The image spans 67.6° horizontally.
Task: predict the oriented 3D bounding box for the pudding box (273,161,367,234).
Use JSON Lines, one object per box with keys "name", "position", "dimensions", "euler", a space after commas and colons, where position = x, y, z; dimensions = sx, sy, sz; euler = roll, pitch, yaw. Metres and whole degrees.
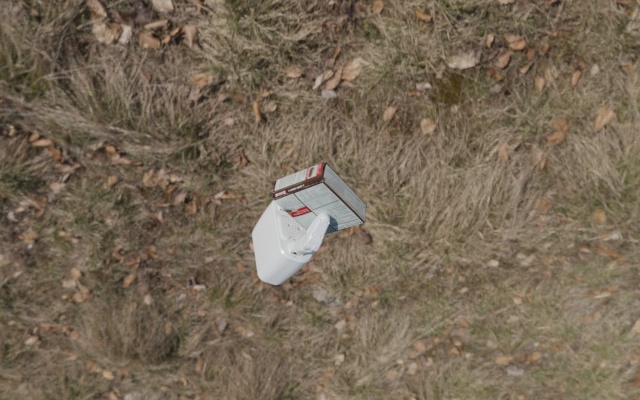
{"name": "pudding box", "position": [0.000, 0.002, 0.681], "dimensions": [0.090, 0.039, 0.113], "euler": [-19, -42, 29]}
